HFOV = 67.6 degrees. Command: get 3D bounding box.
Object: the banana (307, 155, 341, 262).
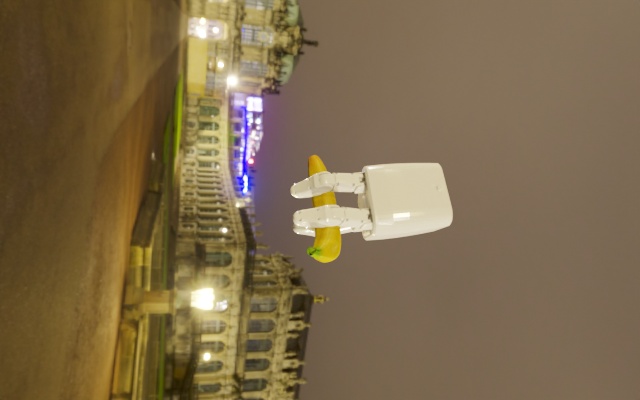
[{"bbox_3d":[0.005,0.018,0.668,0.037,0.070,0.197,-12,42,8],"label":"banana"}]
